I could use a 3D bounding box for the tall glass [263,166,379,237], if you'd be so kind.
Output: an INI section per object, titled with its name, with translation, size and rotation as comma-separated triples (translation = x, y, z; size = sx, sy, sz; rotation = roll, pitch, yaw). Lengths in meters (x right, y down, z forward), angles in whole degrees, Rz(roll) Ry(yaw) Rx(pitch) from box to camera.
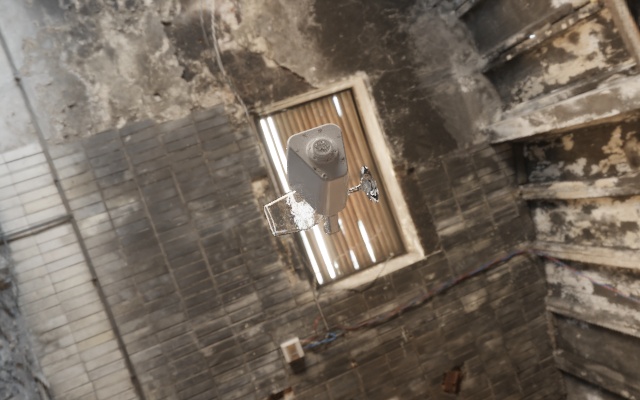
[tall glass]
translation = 0.001, 0.003, 0.869
size = 0.201, 0.079, 0.079
rotation = -20, 5, -13
